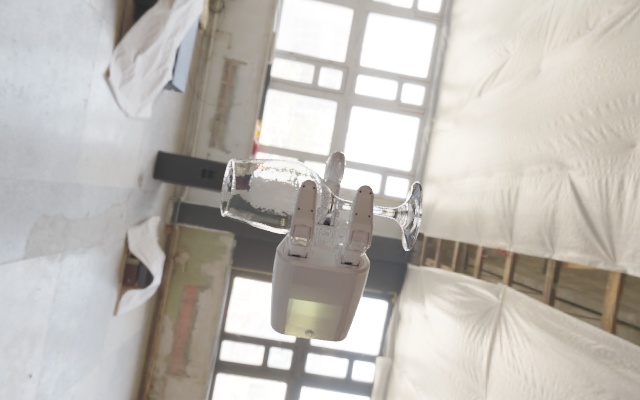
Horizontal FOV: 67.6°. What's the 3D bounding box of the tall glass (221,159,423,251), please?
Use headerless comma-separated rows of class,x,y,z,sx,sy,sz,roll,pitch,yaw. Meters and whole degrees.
tall glass,0.001,0.002,0.506,0.201,0.079,0.079,9,0,-2
